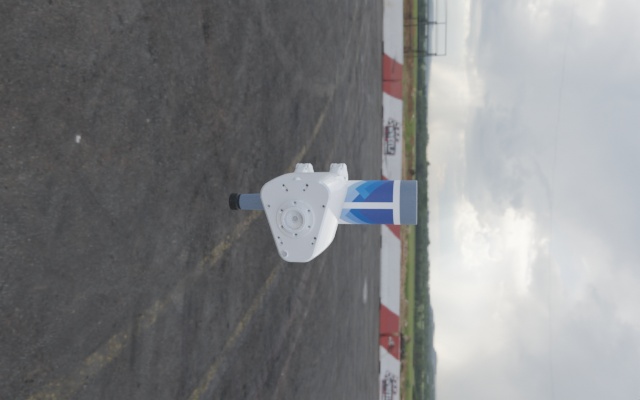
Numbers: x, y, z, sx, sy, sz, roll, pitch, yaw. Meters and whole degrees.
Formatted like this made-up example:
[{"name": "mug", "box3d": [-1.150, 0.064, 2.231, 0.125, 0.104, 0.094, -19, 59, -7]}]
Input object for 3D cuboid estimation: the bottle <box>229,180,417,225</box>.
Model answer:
[{"name": "bottle", "box3d": [0.000, 0.002, 0.743, 0.296, 0.069, 0.069, 0, 0, 12]}]
